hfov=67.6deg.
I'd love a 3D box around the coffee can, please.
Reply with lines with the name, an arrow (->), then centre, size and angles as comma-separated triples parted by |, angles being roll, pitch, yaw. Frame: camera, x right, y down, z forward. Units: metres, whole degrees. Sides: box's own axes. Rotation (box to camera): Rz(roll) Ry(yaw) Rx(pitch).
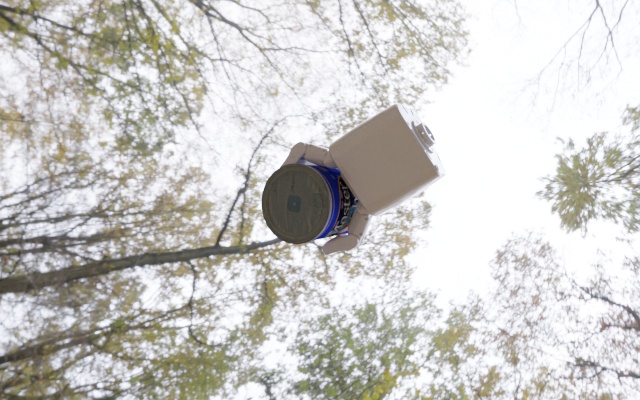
coffee can -> 0.000, 0.002, 0.661 | 0.103, 0.103, 0.140 | 0, 2, 29
